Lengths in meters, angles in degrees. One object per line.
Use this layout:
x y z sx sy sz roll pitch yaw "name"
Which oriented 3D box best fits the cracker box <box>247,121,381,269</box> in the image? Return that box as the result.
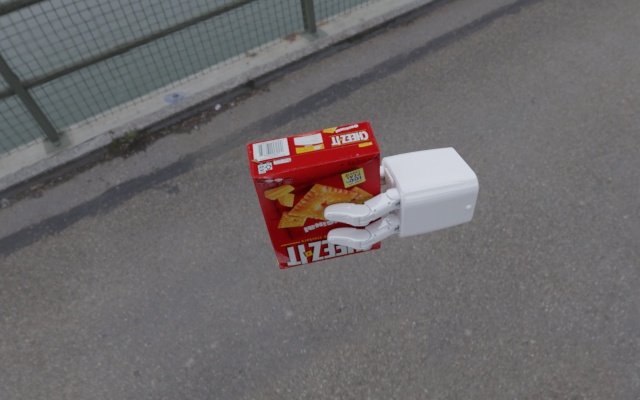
0.000 0.002 0.676 0.164 0.072 0.214 -11 -41 -2 "cracker box"
